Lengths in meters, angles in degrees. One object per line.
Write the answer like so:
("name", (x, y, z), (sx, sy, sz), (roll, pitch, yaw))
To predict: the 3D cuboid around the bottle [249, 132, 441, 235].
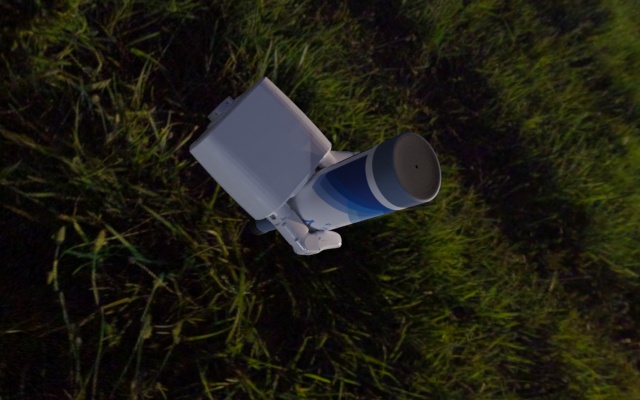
("bottle", (0.000, 0.002, 0.546), (0.069, 0.069, 0.296), (0, -13, -38))
